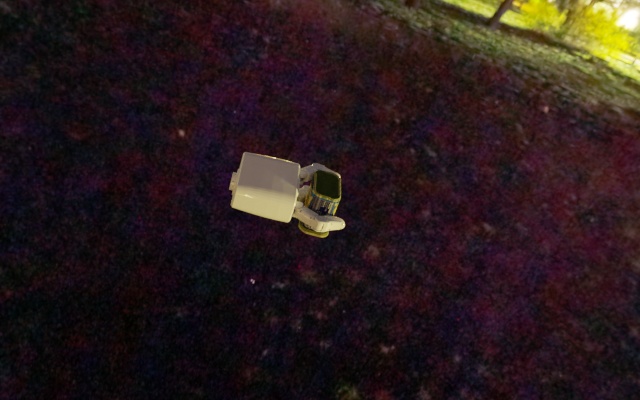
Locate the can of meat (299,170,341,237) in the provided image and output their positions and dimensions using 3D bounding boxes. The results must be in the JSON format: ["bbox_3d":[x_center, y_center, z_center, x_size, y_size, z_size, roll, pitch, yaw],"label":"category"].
[{"bbox_3d":[0.000,0.003,0.880,0.057,0.084,0.102,16,30,-8],"label":"can of meat"}]
